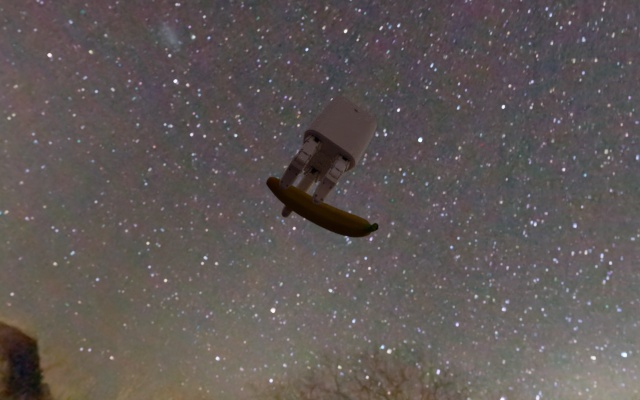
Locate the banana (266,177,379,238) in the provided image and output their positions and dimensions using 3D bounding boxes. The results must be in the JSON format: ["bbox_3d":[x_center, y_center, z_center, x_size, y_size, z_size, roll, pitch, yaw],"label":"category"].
[{"bbox_3d":[0.004,0.015,0.758,0.198,0.037,0.070,22,-33,19],"label":"banana"}]
